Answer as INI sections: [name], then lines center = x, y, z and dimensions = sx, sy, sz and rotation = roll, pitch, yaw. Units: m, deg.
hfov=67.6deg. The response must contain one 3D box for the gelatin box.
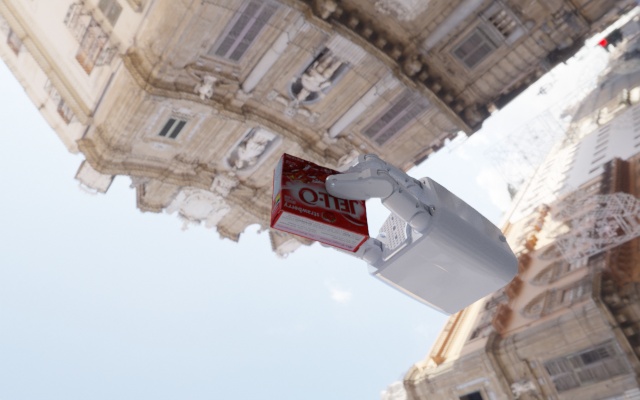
[gelatin box]
center = 0.000, 0.002, 0.443
dimensions = 0.089, 0.073, 0.030
rotation = 18, -46, -19
